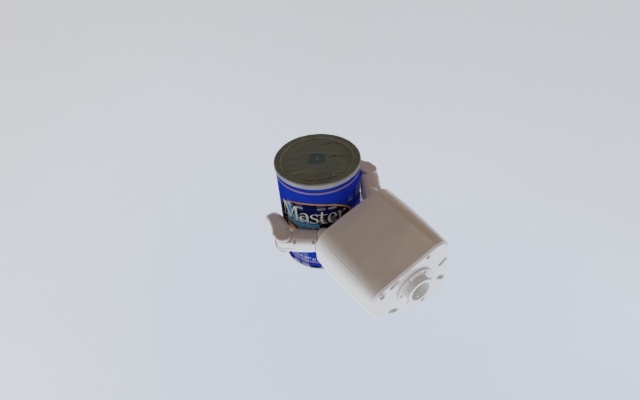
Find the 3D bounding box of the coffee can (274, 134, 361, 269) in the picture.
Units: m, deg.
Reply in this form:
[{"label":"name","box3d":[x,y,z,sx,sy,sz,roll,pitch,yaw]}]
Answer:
[{"label":"coffee can","box3d":[0.000,0.002,0.605,0.103,0.140,0.102,-3,41,2]}]
